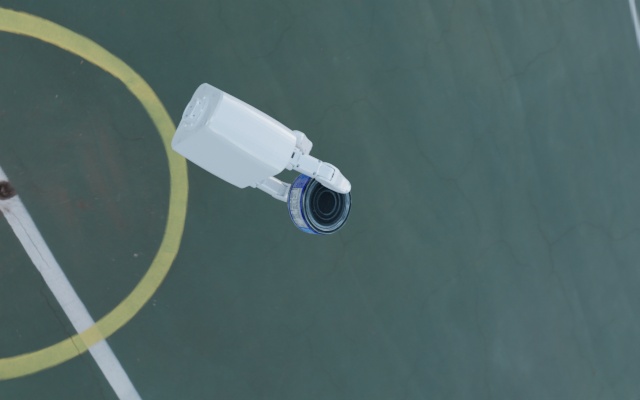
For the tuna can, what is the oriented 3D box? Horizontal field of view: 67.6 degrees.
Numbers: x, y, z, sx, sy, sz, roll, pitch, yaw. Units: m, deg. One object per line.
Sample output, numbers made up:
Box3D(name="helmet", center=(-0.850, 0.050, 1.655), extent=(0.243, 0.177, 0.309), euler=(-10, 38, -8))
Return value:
Box3D(name="tuna can", center=(0.001, 0.002, 0.629), extent=(0.086, 0.086, 0.034), euler=(0, 2, -39))
